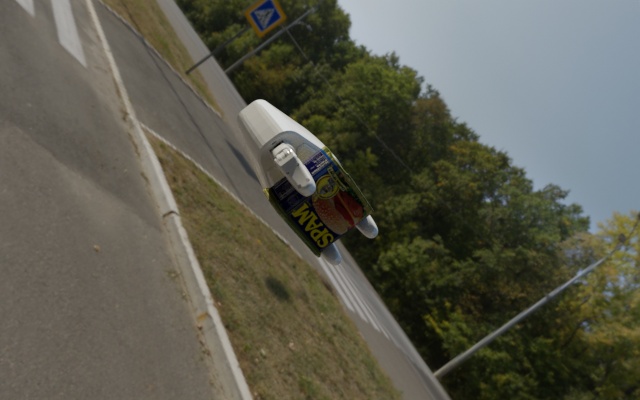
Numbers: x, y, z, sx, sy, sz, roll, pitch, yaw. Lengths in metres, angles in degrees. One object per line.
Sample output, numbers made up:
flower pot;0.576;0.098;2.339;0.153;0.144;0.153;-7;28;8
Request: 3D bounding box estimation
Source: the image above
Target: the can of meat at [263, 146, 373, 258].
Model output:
can of meat;0.000;0.002;0.535;0.102;0.084;0.057;52;0;-39
